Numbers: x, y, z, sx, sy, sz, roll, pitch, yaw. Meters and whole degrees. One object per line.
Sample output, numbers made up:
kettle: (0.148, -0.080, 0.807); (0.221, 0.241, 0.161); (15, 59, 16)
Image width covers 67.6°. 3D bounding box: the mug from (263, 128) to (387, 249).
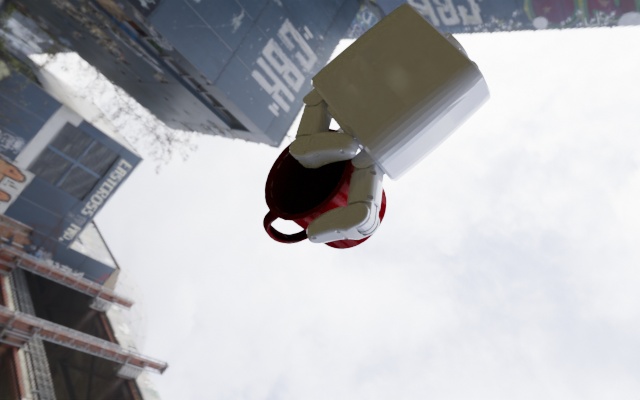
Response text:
mug: (-0.001, 0.003, 0.445); (0.117, 0.093, 0.081); (-39, -45, 11)
